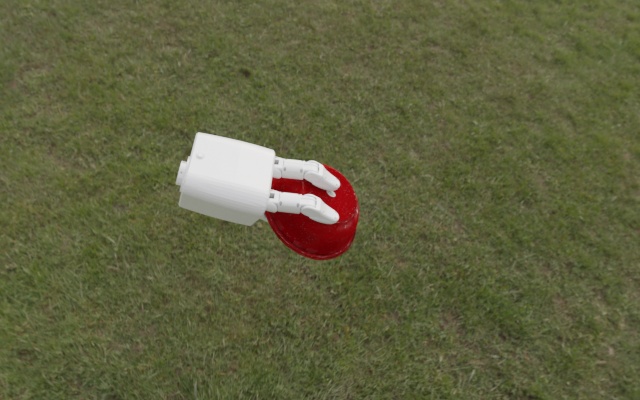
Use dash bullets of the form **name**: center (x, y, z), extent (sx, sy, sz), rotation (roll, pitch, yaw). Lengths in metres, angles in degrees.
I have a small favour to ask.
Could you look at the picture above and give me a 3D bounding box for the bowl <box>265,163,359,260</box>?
- **bowl**: center (0.001, 0.002, 0.696), extent (0.162, 0.162, 0.055), rotation (0, -26, -35)
